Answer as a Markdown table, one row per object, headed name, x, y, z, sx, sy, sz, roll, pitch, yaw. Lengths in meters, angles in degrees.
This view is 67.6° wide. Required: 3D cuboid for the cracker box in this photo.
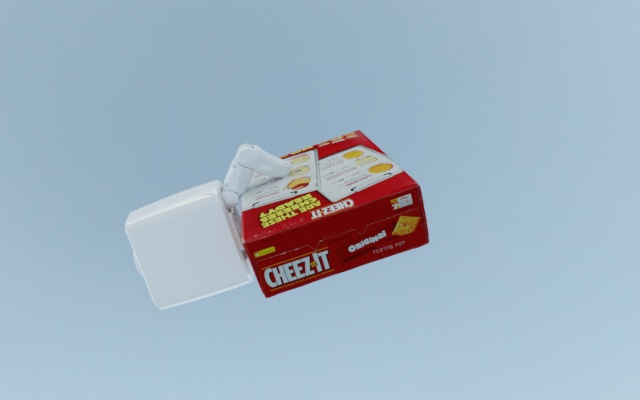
| name | x | y | z | sx | sy | sz | roll | pitch | yaw |
| --- | --- | --- | --- | --- | --- | --- | --- | --- | --- |
| cracker box | 0.000 | 0.001 | 0.519 | 0.164 | 0.072 | 0.213 | -19 | 24 | -3 |
